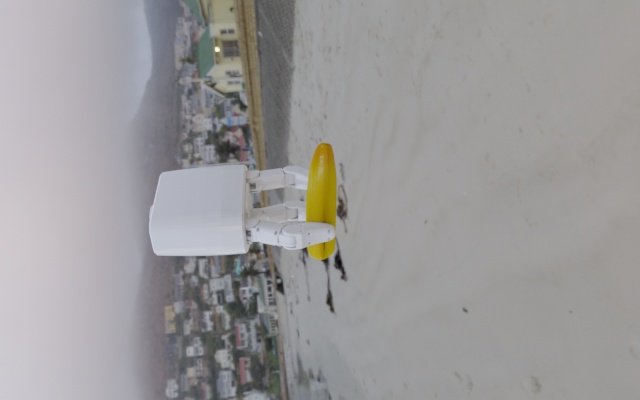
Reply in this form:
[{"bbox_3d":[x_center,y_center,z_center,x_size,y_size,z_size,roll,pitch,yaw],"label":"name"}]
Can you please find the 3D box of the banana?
[{"bbox_3d":[0.000,0.019,0.581,0.037,0.069,0.198,-1,-37,0],"label":"banana"}]
